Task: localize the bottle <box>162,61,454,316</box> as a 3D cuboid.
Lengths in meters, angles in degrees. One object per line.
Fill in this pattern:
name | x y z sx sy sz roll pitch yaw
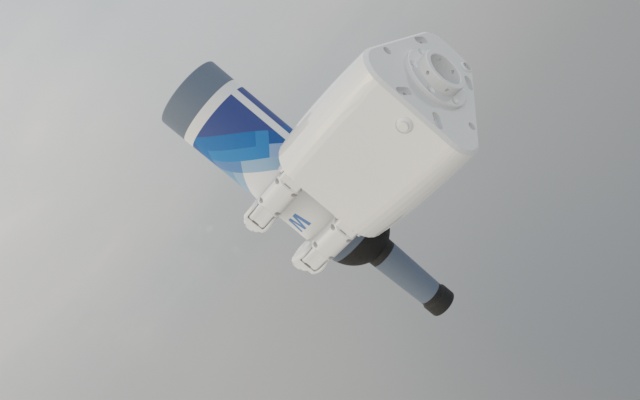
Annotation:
bottle | 0.000 0.001 0.421 0.296 0.069 0.069 40 -5 -6
